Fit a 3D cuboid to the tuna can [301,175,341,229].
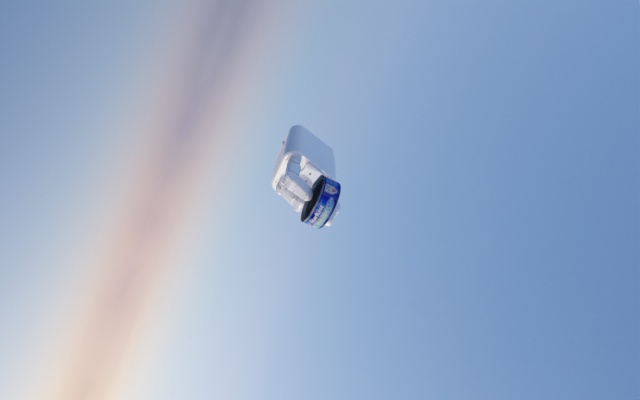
[{"bbox_3d":[0.001,0.003,0.793,0.034,0.086,0.086,24,-6,-13],"label":"tuna can"}]
